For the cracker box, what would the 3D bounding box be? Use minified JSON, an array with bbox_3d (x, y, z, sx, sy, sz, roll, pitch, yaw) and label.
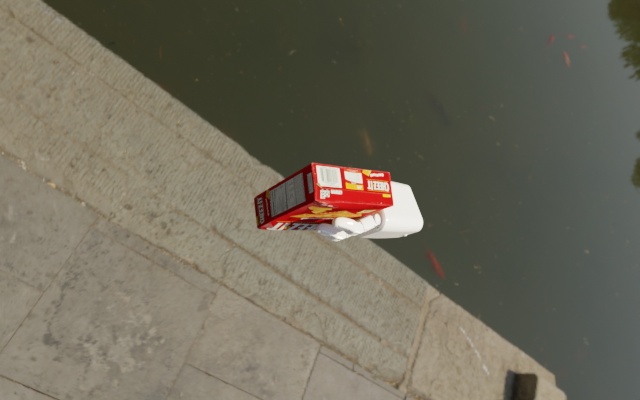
[{"bbox_3d":[0.000,0.003,0.866,0.164,0.072,0.214,4,-17,-33],"label":"cracker box"}]
